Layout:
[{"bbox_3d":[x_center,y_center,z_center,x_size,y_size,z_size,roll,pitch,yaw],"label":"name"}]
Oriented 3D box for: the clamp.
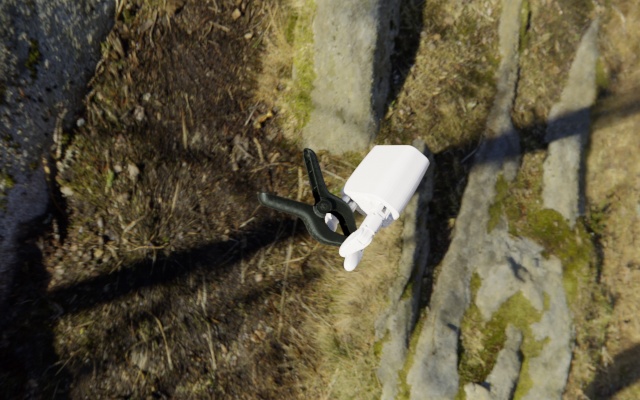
[{"bbox_3d":[0.000,0.003,0.742,0.171,0.120,0.039,39,-17,-12],"label":"clamp"}]
